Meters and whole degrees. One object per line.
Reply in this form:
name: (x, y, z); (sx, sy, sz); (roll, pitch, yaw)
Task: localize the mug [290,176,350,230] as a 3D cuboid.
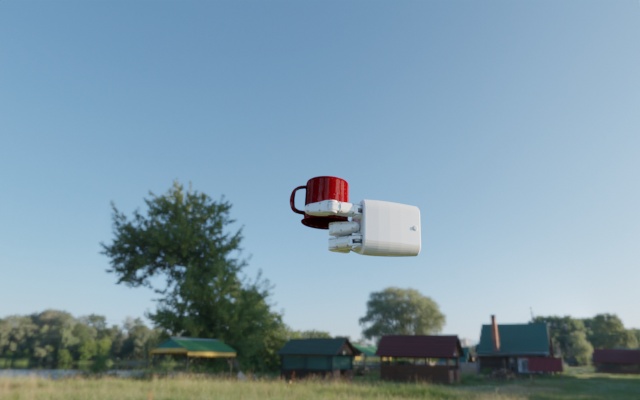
mug: (-0.001, 0.003, 0.891); (0.117, 0.081, 0.093); (7, -18, -13)
